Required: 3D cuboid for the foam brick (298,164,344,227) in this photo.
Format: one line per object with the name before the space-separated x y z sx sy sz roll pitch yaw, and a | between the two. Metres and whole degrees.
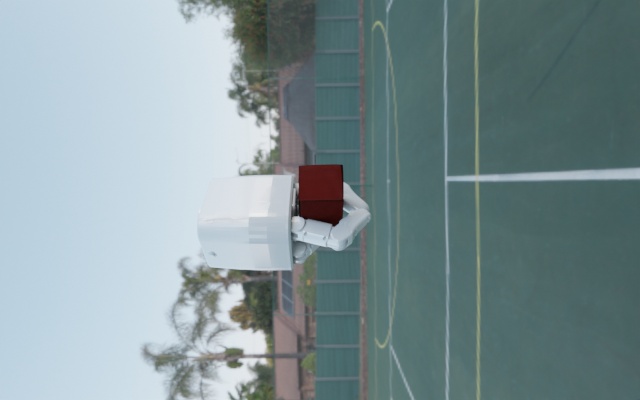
foam brick | 0.000 0.002 0.561 0.051 0.053 0.078 1 -37 0
